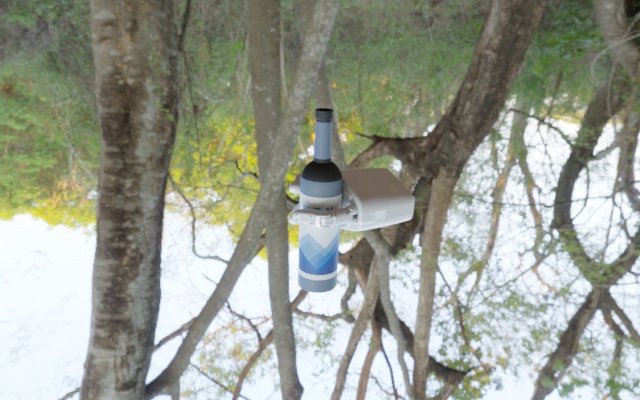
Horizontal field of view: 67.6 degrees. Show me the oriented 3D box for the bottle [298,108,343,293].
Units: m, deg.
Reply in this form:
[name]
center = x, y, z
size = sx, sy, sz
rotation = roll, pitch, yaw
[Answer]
[bottle]
center = 0.000, 0.003, 0.762
size = 0.069, 0.296, 0.069
rotation = 2, 20, -1
